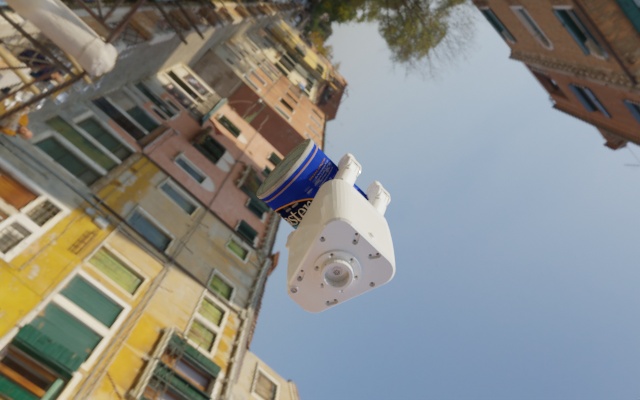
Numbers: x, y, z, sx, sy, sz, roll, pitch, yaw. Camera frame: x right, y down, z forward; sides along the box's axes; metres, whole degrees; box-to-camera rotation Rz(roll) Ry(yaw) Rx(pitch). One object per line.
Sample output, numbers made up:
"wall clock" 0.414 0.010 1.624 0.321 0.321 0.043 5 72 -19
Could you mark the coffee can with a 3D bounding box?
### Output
"coffee can" 0.000 0.002 0.639 0.140 0.103 0.103 43 -13 -15
